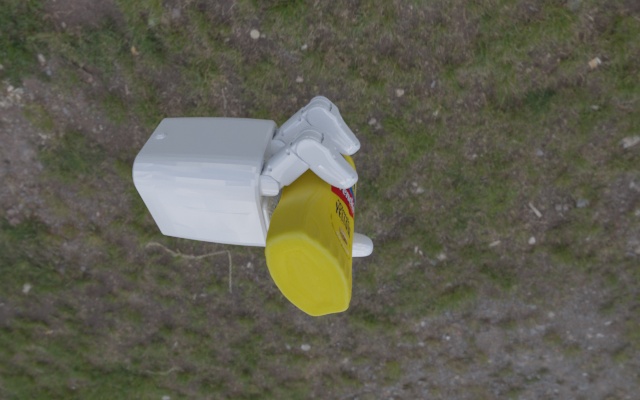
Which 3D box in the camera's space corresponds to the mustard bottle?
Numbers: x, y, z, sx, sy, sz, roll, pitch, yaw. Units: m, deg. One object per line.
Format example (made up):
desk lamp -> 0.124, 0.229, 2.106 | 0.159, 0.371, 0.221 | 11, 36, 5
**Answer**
mustard bottle -> 0.000, 0.002, 0.435 | 0.058, 0.096, 0.191 | -16, 35, 19
